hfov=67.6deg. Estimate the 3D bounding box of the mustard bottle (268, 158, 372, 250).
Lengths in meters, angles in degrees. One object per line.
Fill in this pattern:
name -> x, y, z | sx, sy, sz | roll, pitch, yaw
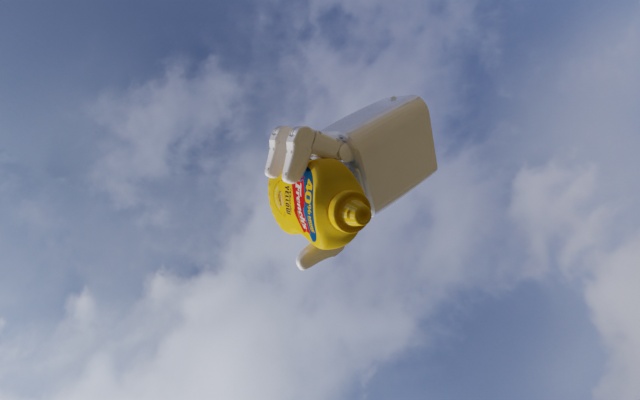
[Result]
mustard bottle -> 0.000, 0.002, 0.517 | 0.058, 0.096, 0.191 | -6, 10, -24
